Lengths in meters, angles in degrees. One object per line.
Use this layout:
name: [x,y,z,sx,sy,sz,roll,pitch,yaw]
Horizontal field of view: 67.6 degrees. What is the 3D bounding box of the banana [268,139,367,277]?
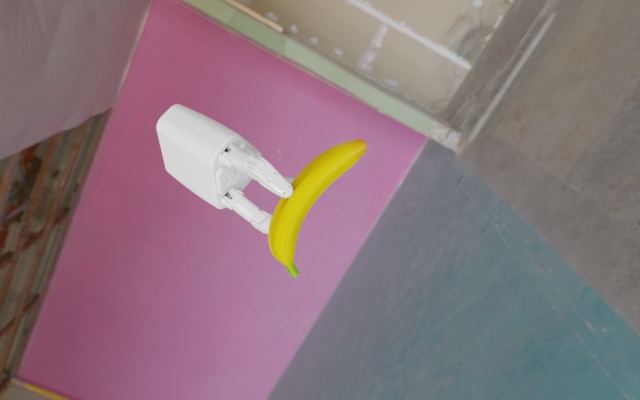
banana: [-0.014,-0.001,0.600,0.070,0.198,0.037,26,6,-42]
